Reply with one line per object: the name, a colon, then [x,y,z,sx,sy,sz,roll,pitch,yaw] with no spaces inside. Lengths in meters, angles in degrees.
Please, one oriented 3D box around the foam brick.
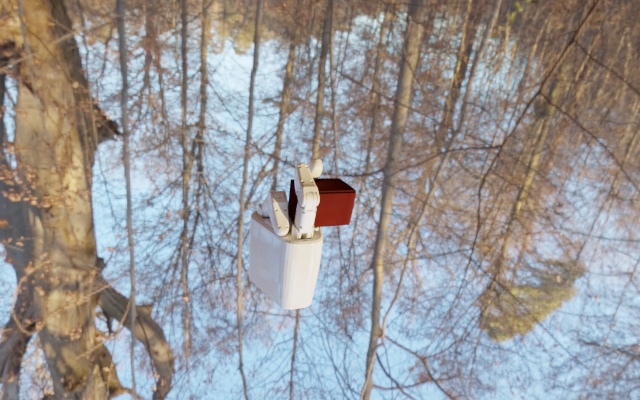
foam brick: [0.000,0.002,0.651,0.078,0.051,0.053,-2,23,-22]
